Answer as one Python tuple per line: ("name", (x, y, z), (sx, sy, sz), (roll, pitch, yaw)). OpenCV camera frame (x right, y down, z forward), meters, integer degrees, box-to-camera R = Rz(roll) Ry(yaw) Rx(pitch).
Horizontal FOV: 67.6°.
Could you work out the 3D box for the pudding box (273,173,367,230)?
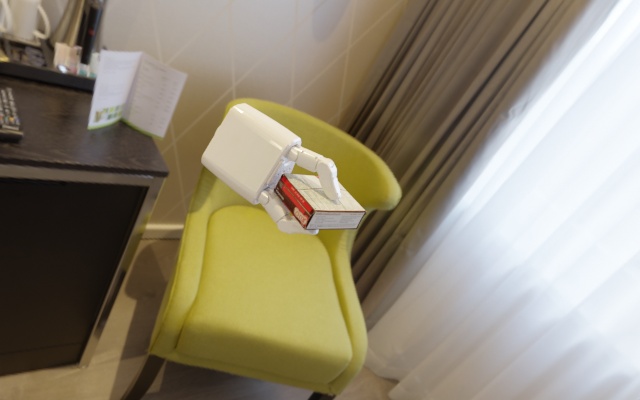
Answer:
("pudding box", (0.000, 0.002, 0.703), (0.113, 0.039, 0.090), (1, 38, -43))
